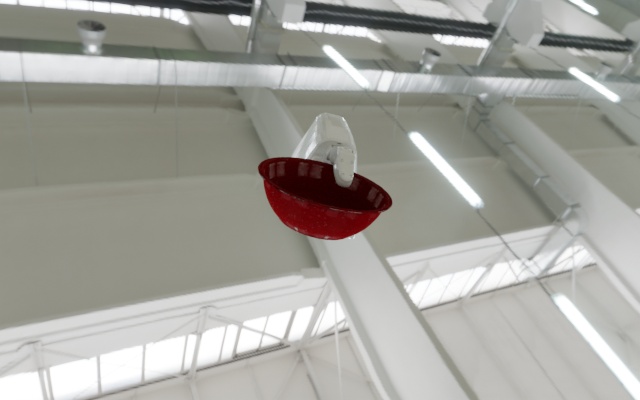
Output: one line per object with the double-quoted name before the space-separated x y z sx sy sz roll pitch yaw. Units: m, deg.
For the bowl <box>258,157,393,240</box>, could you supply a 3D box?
"bowl" 0.000 0.003 0.565 0.162 0.055 0.162 14 19 -5
